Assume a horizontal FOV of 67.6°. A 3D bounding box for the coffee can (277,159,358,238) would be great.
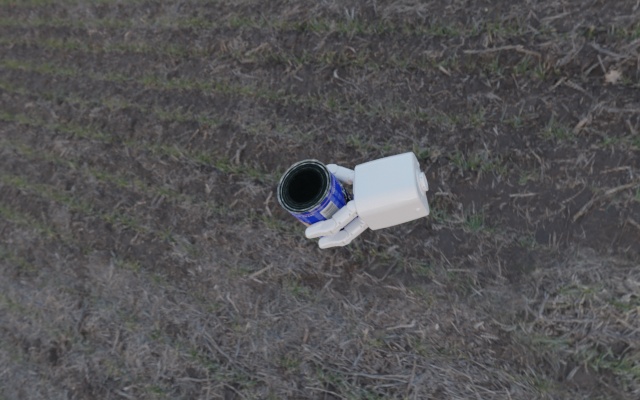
[{"bbox_3d":[0.000,0.003,0.865,0.103,0.102,0.140,0,-24,27],"label":"coffee can"}]
